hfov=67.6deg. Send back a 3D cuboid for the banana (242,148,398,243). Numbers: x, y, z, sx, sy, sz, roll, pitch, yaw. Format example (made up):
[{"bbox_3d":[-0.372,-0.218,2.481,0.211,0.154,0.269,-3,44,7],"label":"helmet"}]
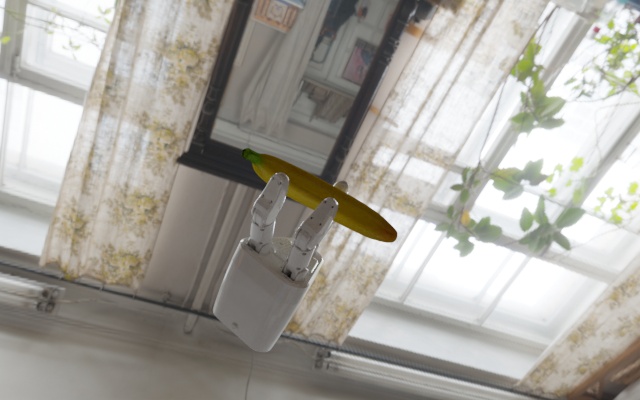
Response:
[{"bbox_3d":[-0.002,-0.003,0.560,0.198,0.037,0.069,28,11,-3],"label":"banana"}]
